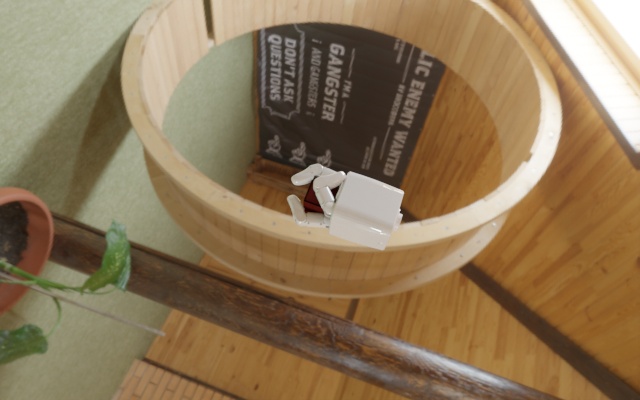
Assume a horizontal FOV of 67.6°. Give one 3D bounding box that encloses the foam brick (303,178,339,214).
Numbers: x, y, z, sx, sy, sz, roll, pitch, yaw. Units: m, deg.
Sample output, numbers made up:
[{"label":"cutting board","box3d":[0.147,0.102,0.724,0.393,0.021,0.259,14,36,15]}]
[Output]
[{"label":"foam brick","box3d":[0.000,0.003,0.883,0.051,0.053,0.078,19,-23,5]}]
